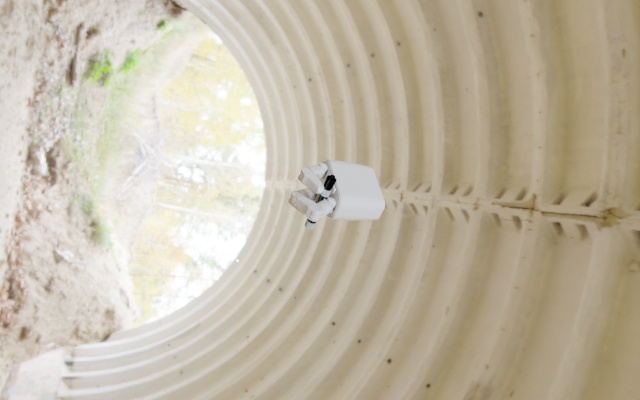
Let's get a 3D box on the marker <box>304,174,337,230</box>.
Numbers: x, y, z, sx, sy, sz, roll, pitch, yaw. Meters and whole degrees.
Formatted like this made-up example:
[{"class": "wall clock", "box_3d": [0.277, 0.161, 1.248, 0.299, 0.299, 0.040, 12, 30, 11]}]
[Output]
[{"class": "marker", "box_3d": [0.000, 0.003, 0.867, 0.020, 0.121, 0.020, 18, 33, -12]}]
